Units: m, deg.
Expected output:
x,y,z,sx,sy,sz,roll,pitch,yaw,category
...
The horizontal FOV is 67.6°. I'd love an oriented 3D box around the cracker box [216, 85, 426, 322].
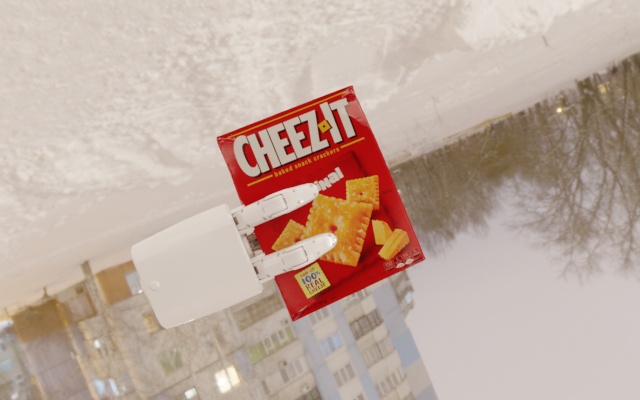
x,y,z,sx,sy,sz,roll,pitch,yaw,category
0.000,0.002,0.538,0.164,0.213,0.072,-23,0,-7,cracker box
